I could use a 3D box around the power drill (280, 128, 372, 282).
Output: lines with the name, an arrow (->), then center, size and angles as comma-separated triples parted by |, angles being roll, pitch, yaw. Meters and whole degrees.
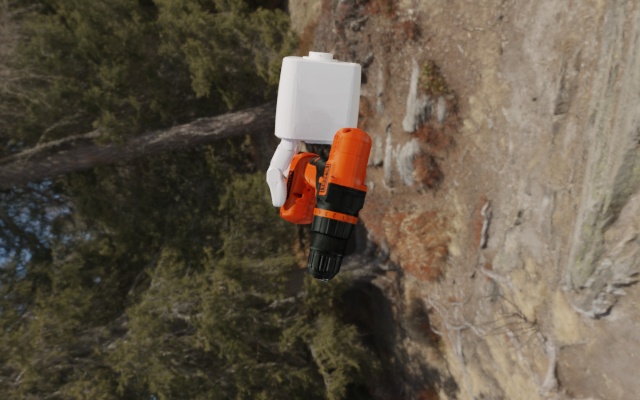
power drill -> 0.000, 0.002, 0.630 | 0.057, 0.184, 0.187 | 16, -2, -20
